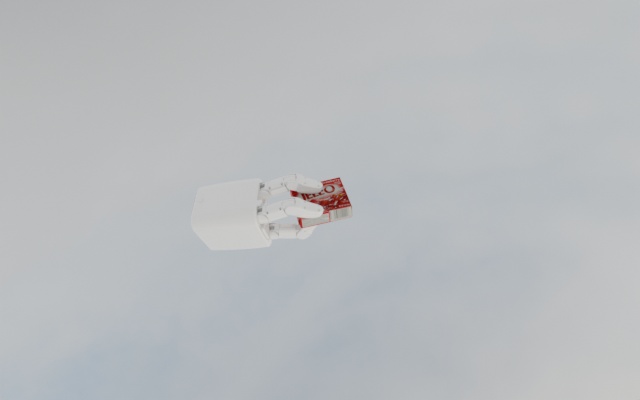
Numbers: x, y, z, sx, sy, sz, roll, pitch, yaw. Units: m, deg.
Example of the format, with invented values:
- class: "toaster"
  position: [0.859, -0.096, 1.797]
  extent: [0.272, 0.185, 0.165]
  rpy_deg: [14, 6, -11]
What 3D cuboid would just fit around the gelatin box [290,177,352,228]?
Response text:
- class: "gelatin box"
  position: [0.000, 0.003, 0.785]
  extent: [0.089, 0.030, 0.073]
  rpy_deg: [-12, 44, -7]
